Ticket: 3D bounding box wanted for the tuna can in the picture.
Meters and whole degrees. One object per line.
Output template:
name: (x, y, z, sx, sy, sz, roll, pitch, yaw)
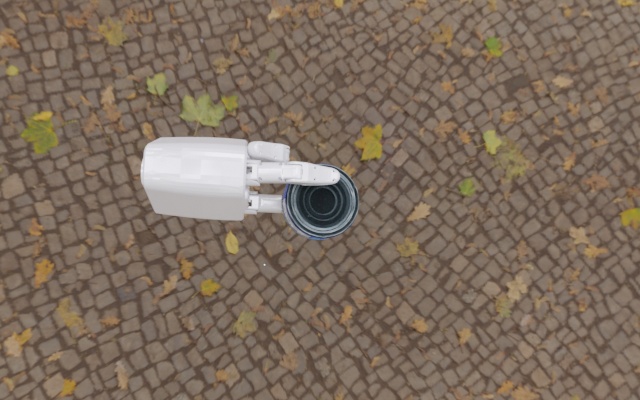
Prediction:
tuna can: (0.000, 0.002, 0.543, 0.086, 0.086, 0.034, 0, -7, -12)
